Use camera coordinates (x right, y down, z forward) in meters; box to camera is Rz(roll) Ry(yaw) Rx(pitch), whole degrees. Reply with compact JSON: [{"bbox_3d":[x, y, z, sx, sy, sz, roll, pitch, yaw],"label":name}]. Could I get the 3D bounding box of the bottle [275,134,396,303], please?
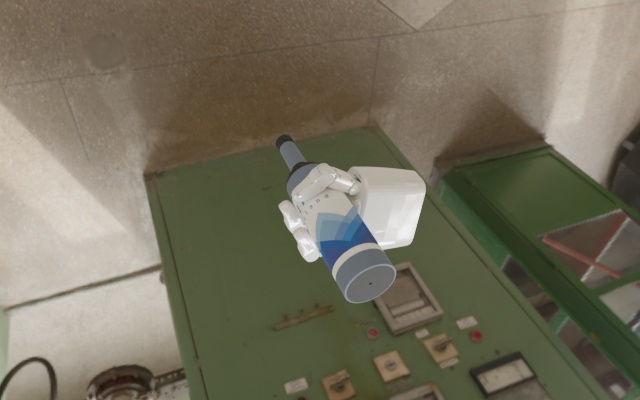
[{"bbox_3d":[0.000,0.002,0.641,0.069,0.069,0.295,0,39,-30],"label":"bottle"}]
